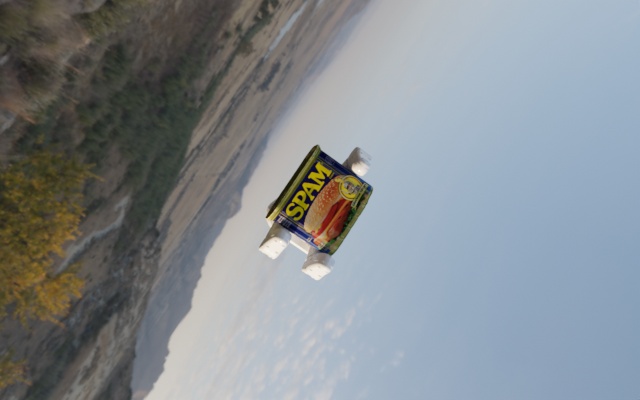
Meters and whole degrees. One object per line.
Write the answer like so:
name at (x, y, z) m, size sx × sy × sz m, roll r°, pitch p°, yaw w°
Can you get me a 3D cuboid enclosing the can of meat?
can of meat at (0.000, 0.002, 0.548) m, size 0.084 × 0.102 × 0.057 m, roll 35°, pitch -6°, yaw -10°
